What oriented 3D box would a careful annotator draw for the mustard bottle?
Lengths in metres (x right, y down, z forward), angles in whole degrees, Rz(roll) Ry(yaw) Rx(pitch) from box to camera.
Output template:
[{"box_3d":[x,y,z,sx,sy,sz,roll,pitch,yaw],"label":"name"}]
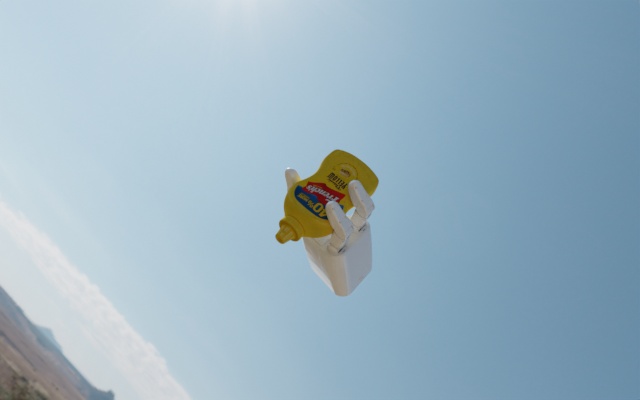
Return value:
[{"box_3d":[0.000,0.002,0.740,0.191,0.096,0.058,-42,-15,-32],"label":"mustard bottle"}]
